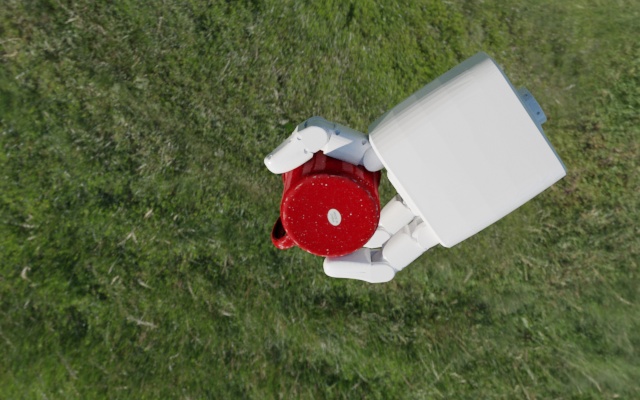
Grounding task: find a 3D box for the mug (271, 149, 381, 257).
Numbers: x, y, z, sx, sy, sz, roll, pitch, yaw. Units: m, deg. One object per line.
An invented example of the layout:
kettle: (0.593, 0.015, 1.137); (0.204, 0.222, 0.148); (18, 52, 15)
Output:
mug: (-0.001, 0.002, 0.419); (0.117, 0.093, 0.081); (-36, 21, 19)
